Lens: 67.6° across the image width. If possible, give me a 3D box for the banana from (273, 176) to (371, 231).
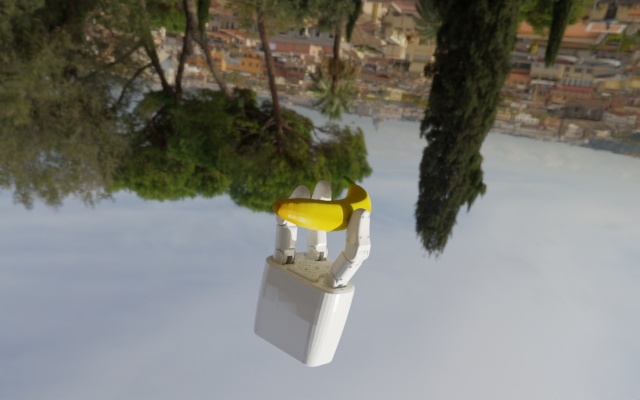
[{"bbox_3d":[0.017,0.009,0.572,0.069,0.037,0.198,26,19,19],"label":"banana"}]
